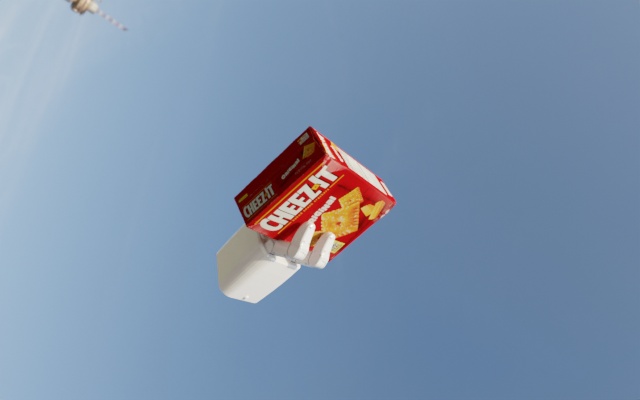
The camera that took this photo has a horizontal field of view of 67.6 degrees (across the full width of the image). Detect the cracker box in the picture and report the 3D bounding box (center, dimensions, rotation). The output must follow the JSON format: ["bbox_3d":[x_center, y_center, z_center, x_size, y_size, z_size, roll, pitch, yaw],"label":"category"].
[{"bbox_3d":[0.000,0.002,0.755,0.164,0.072,0.214,-42,-38,16],"label":"cracker box"}]
